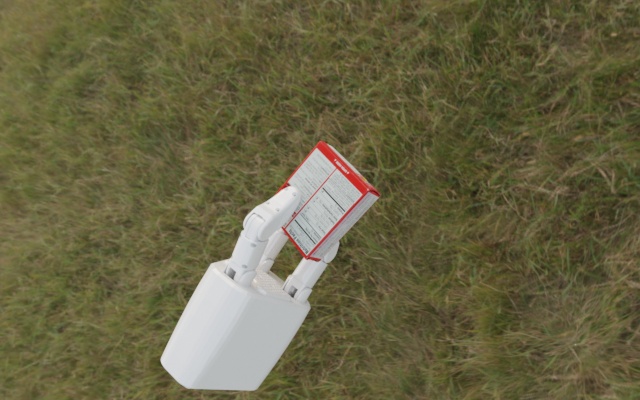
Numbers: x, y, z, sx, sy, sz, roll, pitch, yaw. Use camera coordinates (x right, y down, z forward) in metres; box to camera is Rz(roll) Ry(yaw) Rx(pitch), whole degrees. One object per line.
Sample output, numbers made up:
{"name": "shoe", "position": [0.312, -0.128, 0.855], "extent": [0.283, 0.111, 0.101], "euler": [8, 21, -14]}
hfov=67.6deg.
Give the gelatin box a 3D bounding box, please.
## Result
{"name": "gelatin box", "position": [0.000, 0.001, 0.449], "extent": [0.073, 0.089, 0.030], "euler": [48, 14, 29]}
